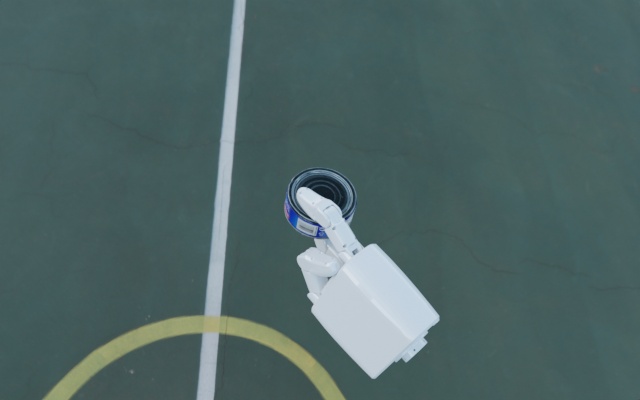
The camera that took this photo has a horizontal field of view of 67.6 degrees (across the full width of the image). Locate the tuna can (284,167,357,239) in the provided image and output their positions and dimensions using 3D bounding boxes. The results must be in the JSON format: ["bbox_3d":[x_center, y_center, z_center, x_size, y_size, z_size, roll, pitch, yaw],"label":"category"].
[{"bbox_3d":[0.000,0.002,0.576,0.086,0.086,0.034,0,-35,-10],"label":"tuna can"}]
